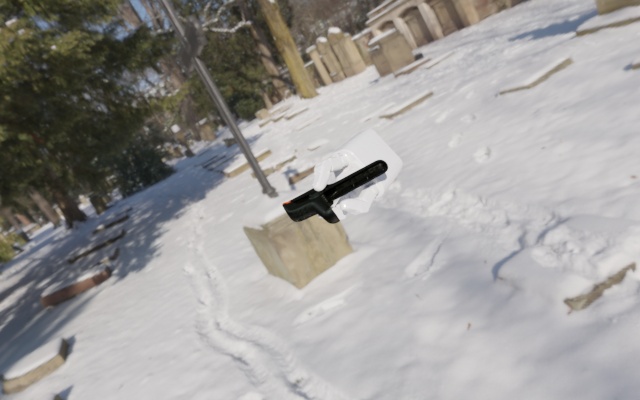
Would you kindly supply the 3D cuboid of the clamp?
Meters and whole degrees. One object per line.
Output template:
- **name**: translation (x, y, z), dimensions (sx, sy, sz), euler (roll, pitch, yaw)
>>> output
- **clamp**: translation (-0.001, 0.002, 0.810), dimensions (0.210, 0.036, 0.164), euler (-18, 19, 42)
